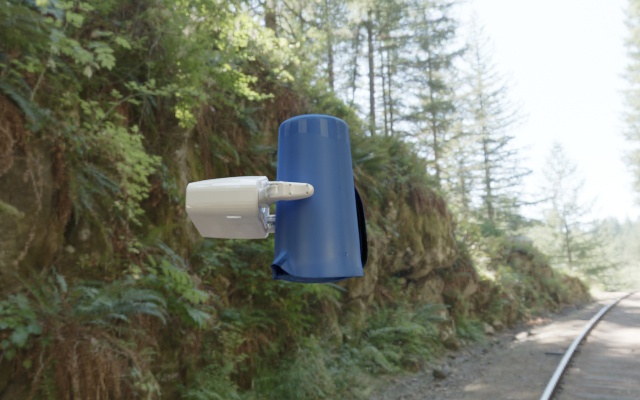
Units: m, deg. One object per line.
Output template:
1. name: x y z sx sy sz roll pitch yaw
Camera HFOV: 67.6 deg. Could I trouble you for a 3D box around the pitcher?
1. pitcher: 0.000 0.002 0.724 0.145 0.242 0.149 -2 -10 2
